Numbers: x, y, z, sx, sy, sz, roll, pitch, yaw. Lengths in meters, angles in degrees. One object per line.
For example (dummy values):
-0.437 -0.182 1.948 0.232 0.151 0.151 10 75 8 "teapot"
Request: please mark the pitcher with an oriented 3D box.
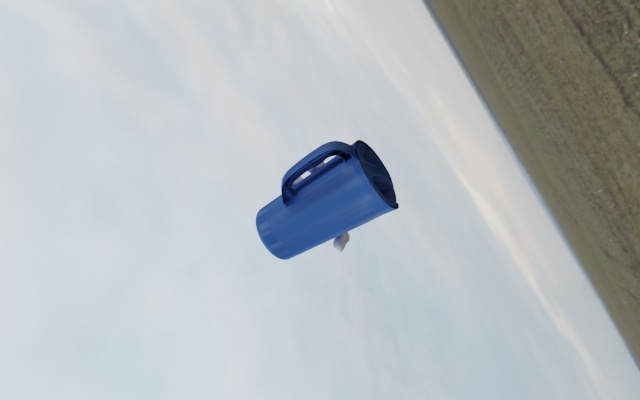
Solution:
0.000 0.003 0.837 0.243 0.149 0.145 -30 -3 22 "pitcher"
